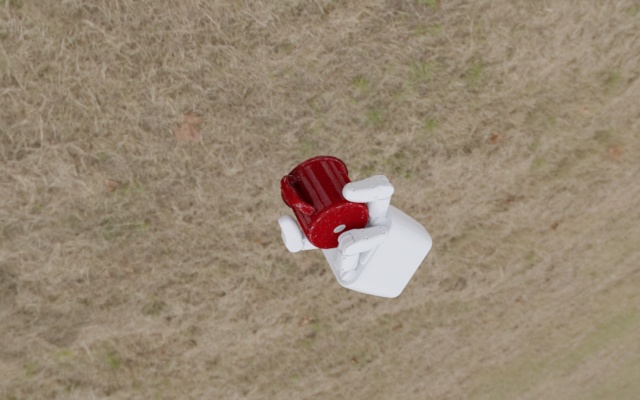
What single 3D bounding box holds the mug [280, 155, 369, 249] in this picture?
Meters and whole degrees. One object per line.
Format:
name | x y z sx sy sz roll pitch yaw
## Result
mug | -0.001 0.002 0.580 0.117 0.093 0.081 24 28 -44
